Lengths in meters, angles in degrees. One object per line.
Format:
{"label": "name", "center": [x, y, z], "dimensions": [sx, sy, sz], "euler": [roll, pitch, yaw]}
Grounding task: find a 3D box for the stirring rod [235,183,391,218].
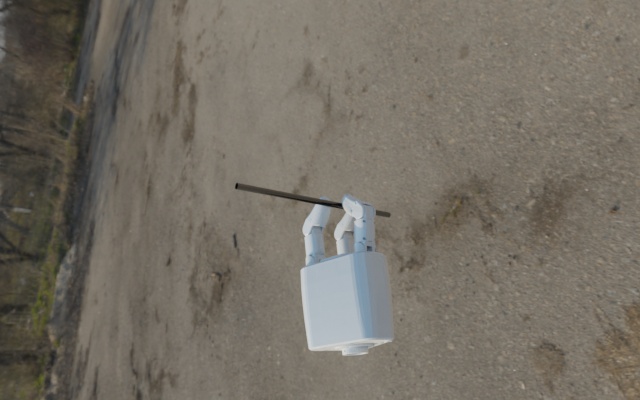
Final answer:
{"label": "stirring rod", "center": [0.000, 0.002, 0.629], "dimensions": [0.239, 0.011, 0.011], "euler": [11, -6, -33]}
